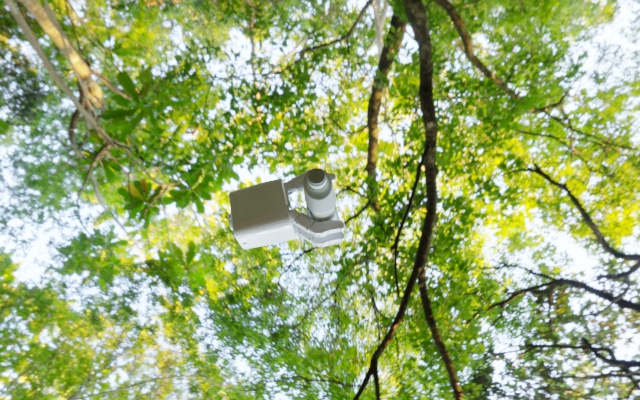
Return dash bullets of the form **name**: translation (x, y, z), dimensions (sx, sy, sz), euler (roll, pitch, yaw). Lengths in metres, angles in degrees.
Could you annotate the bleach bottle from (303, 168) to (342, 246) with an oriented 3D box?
- **bleach bottle**: translation (0.000, 0.003, 0.896), dimensions (0.068, 0.102, 0.251), euler (-13, -24, -2)
